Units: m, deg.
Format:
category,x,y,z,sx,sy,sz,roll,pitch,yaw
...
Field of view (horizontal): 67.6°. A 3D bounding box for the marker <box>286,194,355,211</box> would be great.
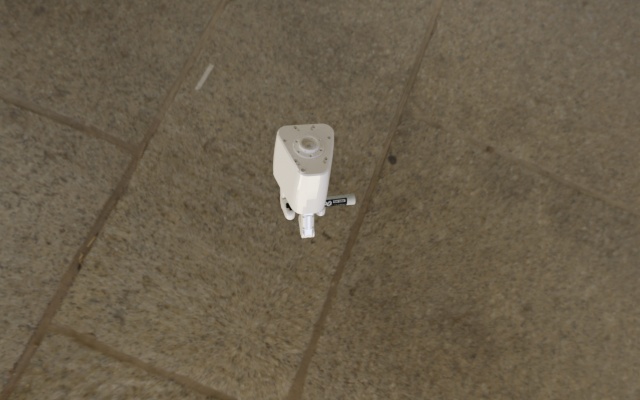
category,x,y,z,sx,sy,sz,roll,pitch,yaw
marker,0.000,0.003,0.827,0.121,0.020,0.020,-6,1,-10
